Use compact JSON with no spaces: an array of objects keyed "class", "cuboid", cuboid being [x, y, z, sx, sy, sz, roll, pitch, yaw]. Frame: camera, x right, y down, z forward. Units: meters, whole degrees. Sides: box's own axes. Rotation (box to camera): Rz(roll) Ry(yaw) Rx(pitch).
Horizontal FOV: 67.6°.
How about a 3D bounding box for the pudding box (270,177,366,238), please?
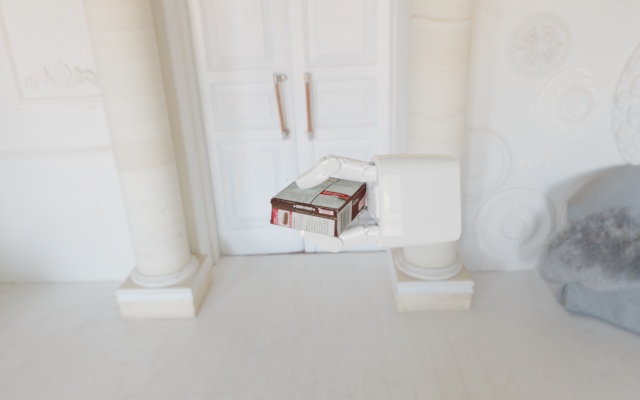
[{"class":"pudding box","cuboid":[0.000,0.002,0.604,0.090,0.039,0.113,9,21,20]}]
